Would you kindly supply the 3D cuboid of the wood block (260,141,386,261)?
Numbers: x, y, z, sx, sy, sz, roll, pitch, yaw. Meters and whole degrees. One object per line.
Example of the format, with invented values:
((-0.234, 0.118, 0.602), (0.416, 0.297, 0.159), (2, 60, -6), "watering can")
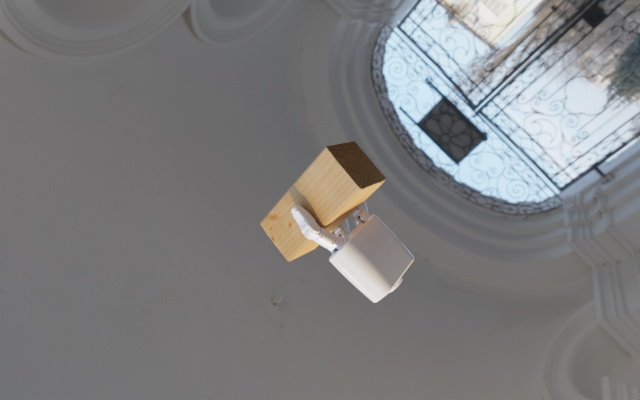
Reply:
((0.000, 0.003, 0.819), (0.206, 0.090, 0.091), (-47, -15, 33), "wood block")
